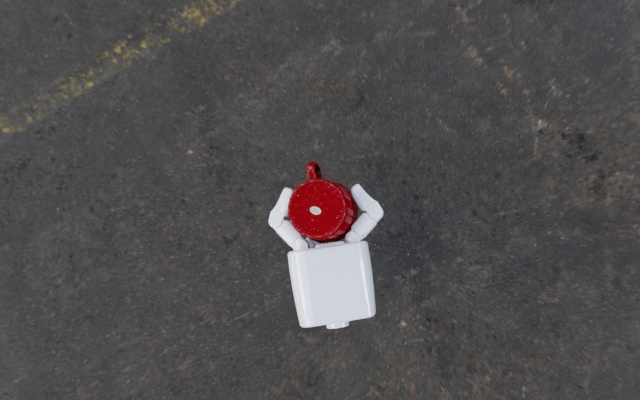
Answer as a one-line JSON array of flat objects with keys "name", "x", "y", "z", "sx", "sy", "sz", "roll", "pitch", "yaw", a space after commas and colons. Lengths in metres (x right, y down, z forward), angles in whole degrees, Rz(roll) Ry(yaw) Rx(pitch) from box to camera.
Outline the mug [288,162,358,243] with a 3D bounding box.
[{"name": "mug", "x": 0.000, "y": 0.001, "z": 0.668, "sx": 0.093, "sy": 0.117, "sz": 0.081, "roll": -10, "pitch": -6, "yaw": 9}]
